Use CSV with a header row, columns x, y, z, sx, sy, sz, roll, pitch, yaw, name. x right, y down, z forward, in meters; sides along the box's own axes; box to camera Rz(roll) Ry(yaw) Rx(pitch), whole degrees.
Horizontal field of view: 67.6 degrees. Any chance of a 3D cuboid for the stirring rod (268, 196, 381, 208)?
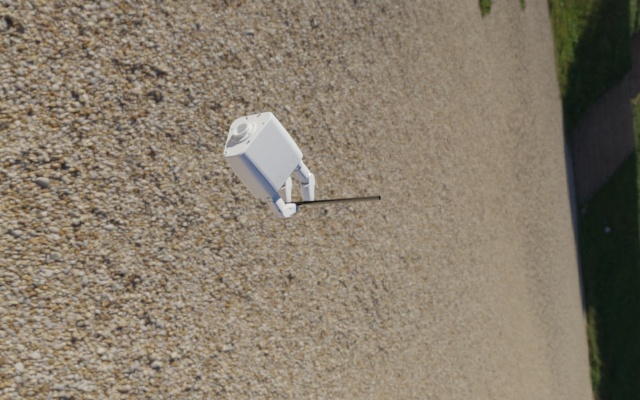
x,y,z,sx,sy,sz,roll,pitch,yaw,name
0.000,0.003,0.883,0.239,0.011,0.011,-4,-2,32,stirring rod
